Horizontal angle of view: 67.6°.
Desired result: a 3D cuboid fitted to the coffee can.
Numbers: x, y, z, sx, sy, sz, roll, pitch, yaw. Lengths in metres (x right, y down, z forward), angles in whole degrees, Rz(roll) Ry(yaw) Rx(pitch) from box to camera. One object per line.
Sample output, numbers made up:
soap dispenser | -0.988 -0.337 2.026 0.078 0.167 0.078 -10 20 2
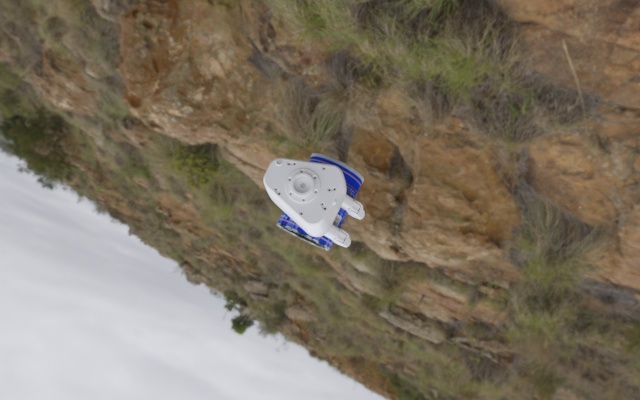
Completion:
coffee can | 0.000 0.003 0.831 0.103 0.140 0.103 26 -8 4
